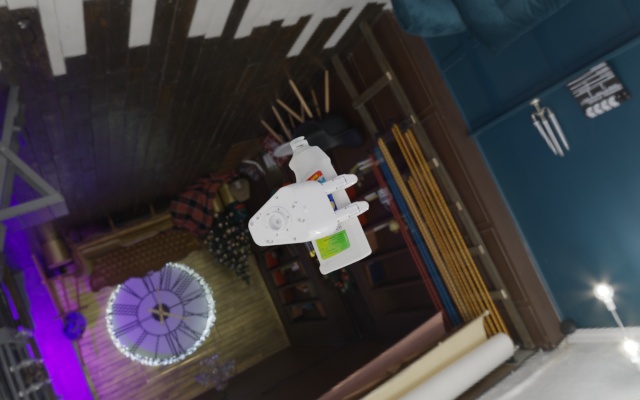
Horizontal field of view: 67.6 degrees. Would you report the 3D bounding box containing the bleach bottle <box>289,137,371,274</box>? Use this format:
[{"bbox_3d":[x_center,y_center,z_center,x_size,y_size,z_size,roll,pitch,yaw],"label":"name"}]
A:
[{"bbox_3d":[0.000,0.003,0.894,0.102,0.251,0.068,-26,-5,24],"label":"bleach bottle"}]
